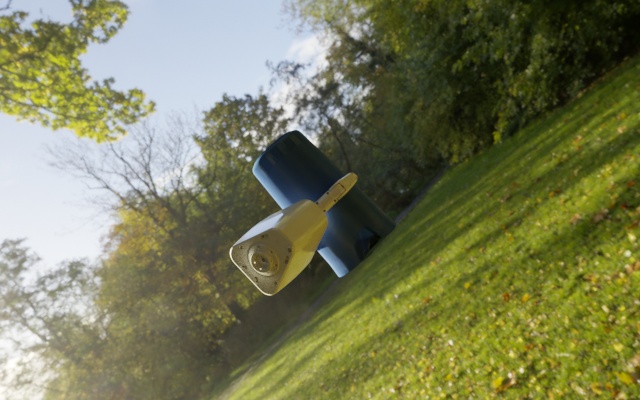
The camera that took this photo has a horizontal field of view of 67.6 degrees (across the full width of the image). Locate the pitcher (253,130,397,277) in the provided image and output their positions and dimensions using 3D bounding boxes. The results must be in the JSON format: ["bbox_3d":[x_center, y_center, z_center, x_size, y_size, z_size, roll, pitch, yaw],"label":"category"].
[{"bbox_3d":[0.000,0.003,0.821,0.149,0.243,0.145,-44,-2,33],"label":"pitcher"}]
